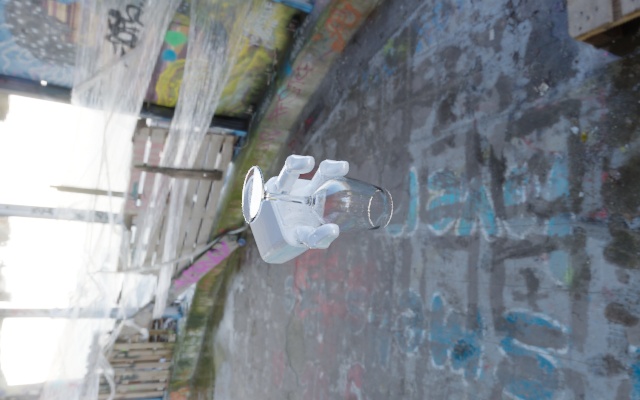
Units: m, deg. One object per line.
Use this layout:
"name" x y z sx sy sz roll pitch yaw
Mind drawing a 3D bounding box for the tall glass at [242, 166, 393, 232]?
"tall glass" 0.000 0.002 0.655 0.201 0.079 0.079 6 -3 -27
